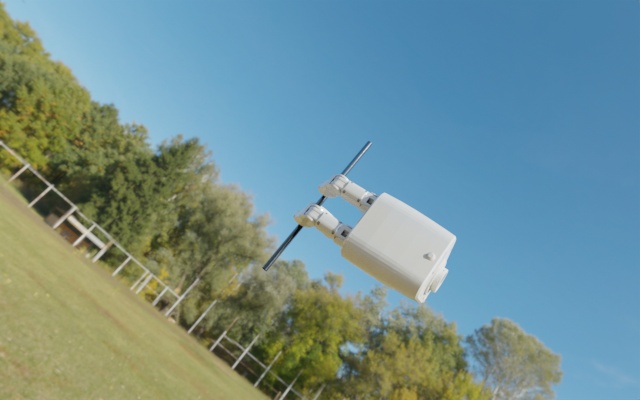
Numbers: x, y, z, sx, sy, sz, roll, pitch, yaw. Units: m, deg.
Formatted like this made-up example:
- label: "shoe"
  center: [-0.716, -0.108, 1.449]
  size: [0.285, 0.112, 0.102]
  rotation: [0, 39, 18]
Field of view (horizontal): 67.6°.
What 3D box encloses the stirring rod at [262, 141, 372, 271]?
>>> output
- label: "stirring rod"
  center: [0.000, 0.002, 0.655]
  size: [0.011, 0.239, 0.011]
  rotation: [34, -22, 15]
